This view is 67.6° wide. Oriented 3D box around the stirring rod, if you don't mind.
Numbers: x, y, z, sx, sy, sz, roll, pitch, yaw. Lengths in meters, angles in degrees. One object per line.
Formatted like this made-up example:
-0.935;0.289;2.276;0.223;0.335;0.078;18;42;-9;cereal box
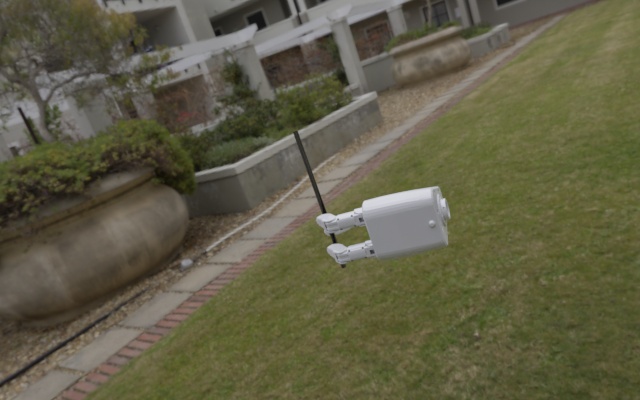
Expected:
0.000;0.003;0.772;0.011;0.239;0.011;-18;15;5;stirring rod
